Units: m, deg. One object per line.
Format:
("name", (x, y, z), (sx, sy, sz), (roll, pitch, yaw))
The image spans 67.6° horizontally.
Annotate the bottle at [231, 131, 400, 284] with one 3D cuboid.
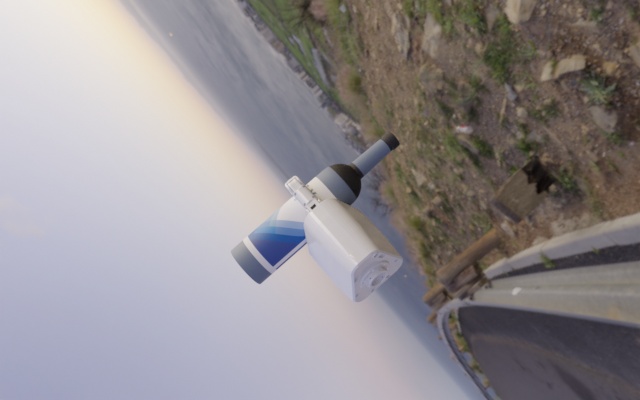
("bottle", (0.000, 0.002, 0.713), (0.295, 0.069, 0.069), (-41, 3, -3))
